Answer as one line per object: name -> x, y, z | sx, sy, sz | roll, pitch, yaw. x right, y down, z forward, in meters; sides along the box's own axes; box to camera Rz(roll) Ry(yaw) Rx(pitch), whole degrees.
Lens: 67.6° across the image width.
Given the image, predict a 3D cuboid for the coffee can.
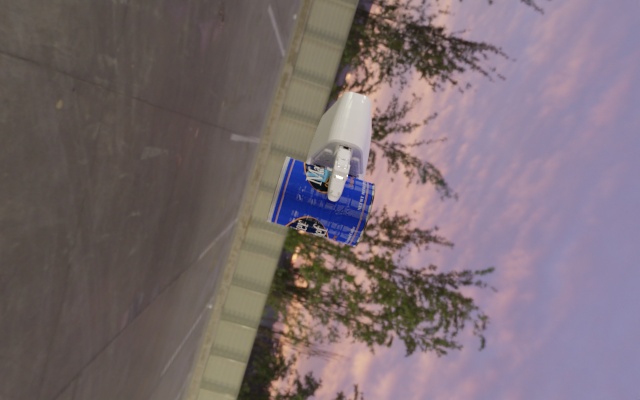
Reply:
coffee can -> 0.000, 0.002, 0.725 | 0.140, 0.103, 0.103 | 17, -1, -4
